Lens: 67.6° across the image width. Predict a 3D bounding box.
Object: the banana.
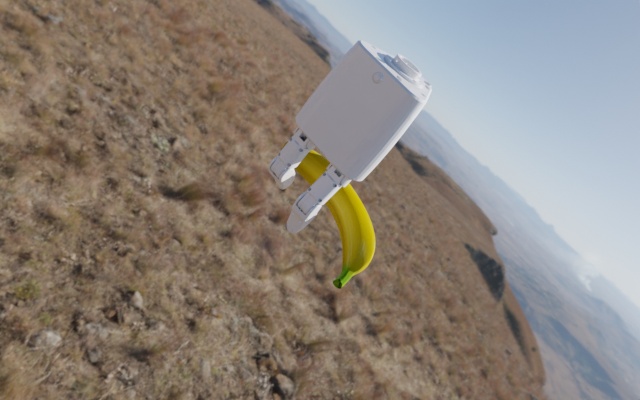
[{"bbox_3d":[0.016,0.005,0.552,0.069,0.197,0.037,2,-38,-36],"label":"banana"}]
